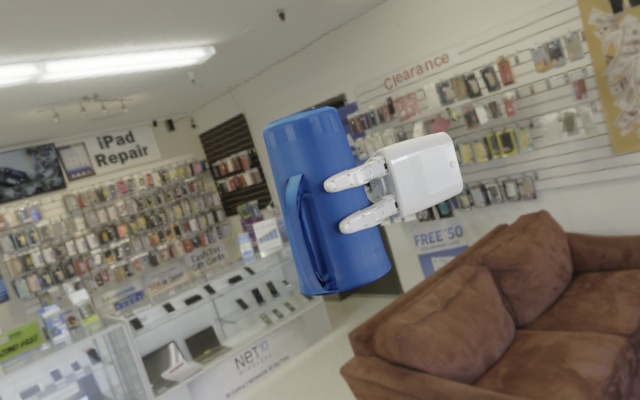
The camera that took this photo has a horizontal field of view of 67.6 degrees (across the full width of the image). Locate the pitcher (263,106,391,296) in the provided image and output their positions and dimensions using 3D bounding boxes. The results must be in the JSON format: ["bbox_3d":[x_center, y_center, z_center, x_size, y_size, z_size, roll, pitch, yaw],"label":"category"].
[{"bbox_3d":[0.000,0.002,0.654,0.145,0.243,0.149,-19,6,-18],"label":"pitcher"}]
